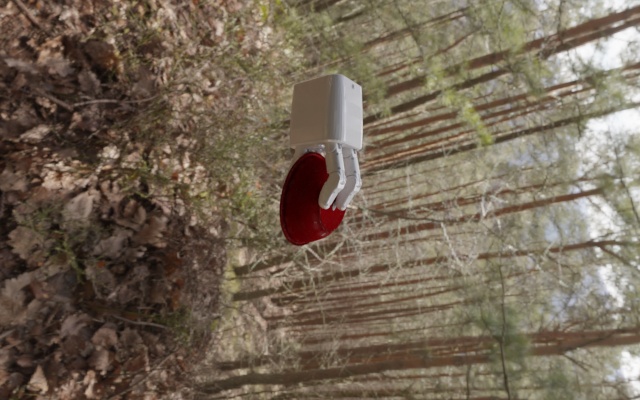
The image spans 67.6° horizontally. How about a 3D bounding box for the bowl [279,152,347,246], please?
[{"bbox_3d":[0.000,0.004,0.793,0.055,0.162,0.162,12,6,30],"label":"bowl"}]
